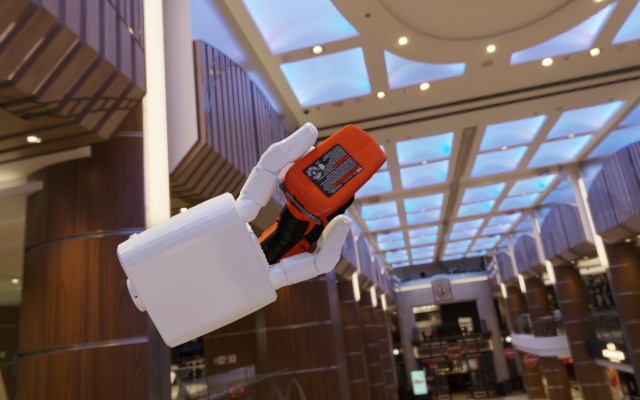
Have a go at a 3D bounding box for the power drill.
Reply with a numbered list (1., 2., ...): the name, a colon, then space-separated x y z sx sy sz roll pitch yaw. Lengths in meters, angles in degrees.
1. power drill: 0.000 0.002 0.517 0.184 0.057 0.188 -43 -9 -32
